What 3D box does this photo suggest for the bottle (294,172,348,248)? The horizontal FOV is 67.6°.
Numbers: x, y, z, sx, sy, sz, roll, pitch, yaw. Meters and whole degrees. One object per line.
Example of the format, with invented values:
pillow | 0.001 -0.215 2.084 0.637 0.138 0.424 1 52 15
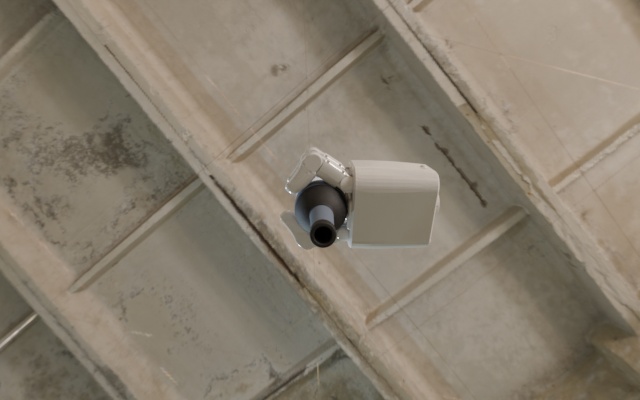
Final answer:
bottle | 0.000 0.002 0.628 0.069 0.069 0.295 0 13 -1
